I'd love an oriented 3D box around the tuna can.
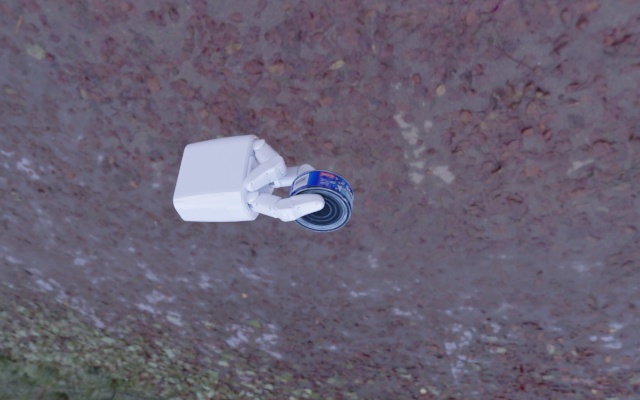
[{"bbox_3d":[0.000,0.002,0.629,0.086,0.086,0.033,0,44,10],"label":"tuna can"}]
